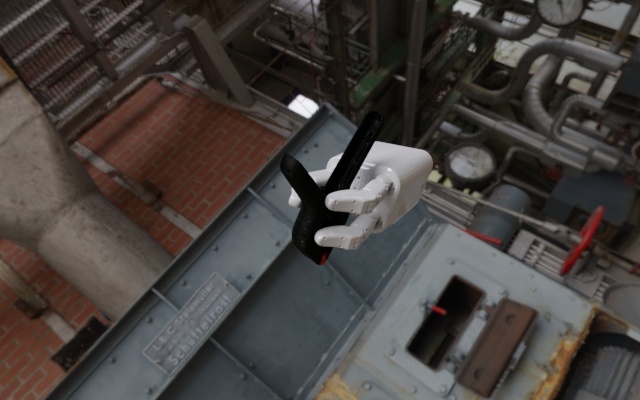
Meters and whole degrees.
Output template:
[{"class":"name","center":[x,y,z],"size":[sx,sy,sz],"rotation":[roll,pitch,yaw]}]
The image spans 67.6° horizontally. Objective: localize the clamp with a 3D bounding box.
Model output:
[{"class":"clamp","center":[0.000,0.002,0.572],"size":[0.036,0.210,0.164],"rotation":[34,38,27]}]
